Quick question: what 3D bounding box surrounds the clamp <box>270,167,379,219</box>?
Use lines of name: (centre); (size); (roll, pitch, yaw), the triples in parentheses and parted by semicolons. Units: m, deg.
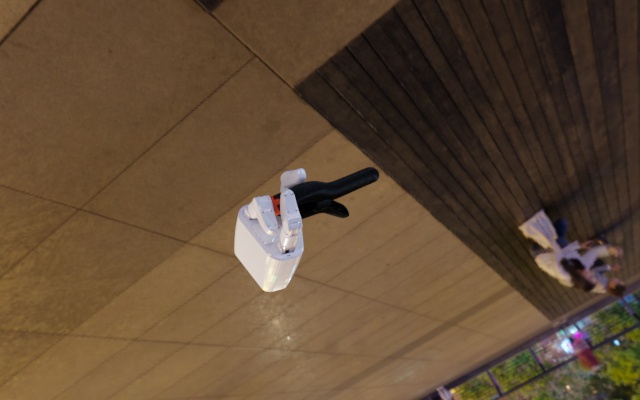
clamp: (0.000, 0.003, 0.734); (0.171, 0.039, 0.120); (-11, -35, -24)
